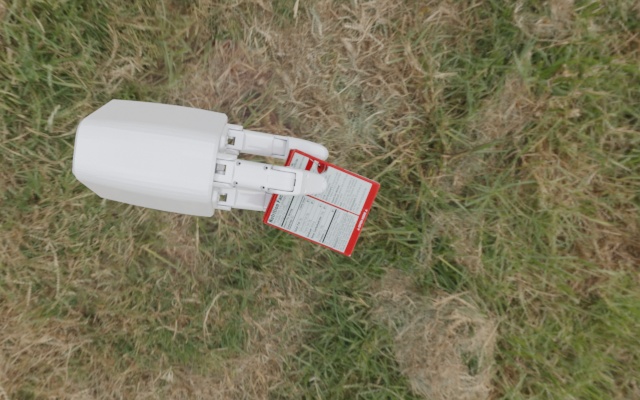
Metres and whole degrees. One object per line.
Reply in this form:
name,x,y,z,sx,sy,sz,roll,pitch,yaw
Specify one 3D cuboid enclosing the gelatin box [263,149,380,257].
gelatin box,0.000,0.002,0.443,0.089,0.073,0.030,22,2,-6
